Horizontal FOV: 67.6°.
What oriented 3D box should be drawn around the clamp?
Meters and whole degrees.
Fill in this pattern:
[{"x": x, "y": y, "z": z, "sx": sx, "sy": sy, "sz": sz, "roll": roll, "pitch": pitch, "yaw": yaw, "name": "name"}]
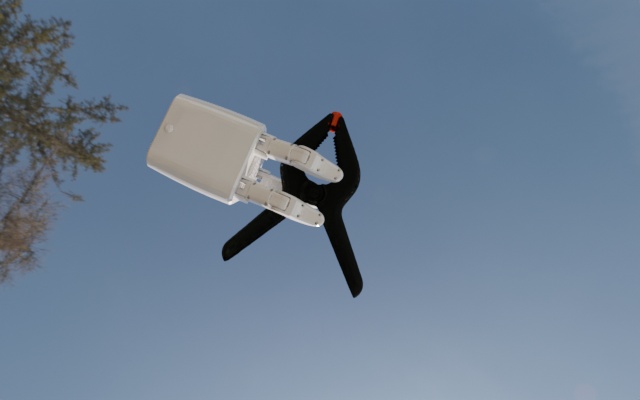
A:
[{"x": 0.000, "y": 0.001, "z": 0.557, "sx": 0.164, "sy": 0.210, "sz": 0.036, "roll": 23, "pitch": -9, "yaw": -1, "name": "clamp"}]
